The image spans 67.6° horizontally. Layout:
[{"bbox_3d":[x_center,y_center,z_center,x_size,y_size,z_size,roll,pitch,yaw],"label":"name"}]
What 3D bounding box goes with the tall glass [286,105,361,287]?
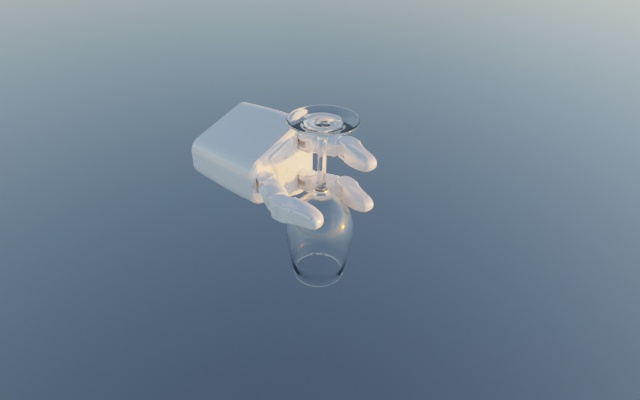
[{"bbox_3d":[0.000,0.001,0.530,0.079,0.201,0.079,1,33,-1],"label":"tall glass"}]
